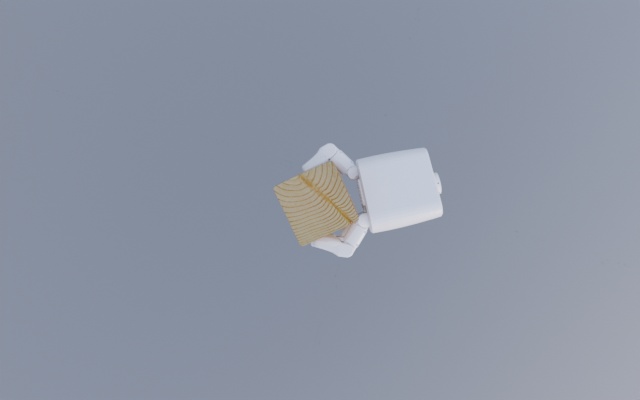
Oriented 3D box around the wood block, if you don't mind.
[{"bbox_3d":[0.000,0.002,0.735,0.090,0.091,0.206,-25,-1,3],"label":"wood block"}]
